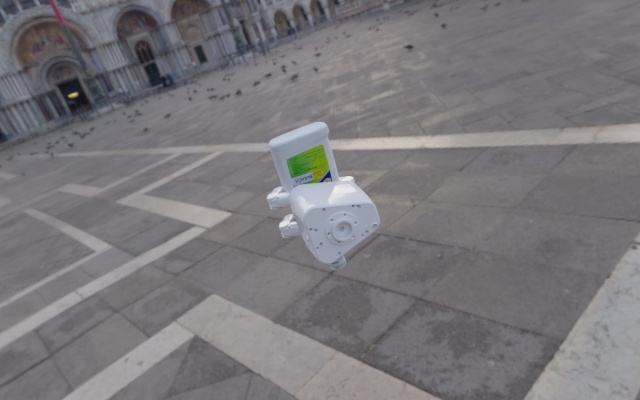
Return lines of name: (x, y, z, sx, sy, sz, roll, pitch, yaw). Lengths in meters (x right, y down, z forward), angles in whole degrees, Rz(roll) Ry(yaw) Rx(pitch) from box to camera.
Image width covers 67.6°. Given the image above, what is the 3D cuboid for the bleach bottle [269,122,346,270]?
bleach bottle: (0.000, 0.003, 0.809, 0.102, 0.251, 0.068, -22, 20, -5)
